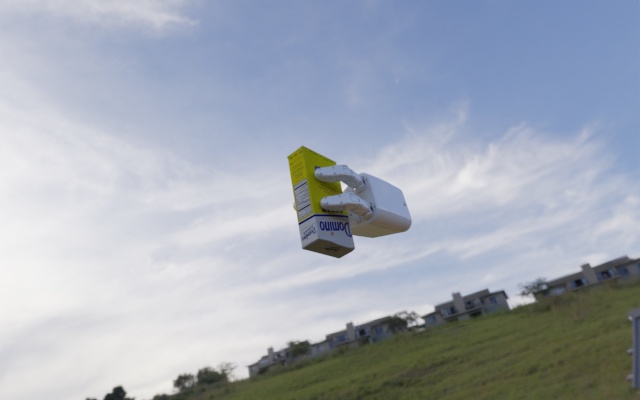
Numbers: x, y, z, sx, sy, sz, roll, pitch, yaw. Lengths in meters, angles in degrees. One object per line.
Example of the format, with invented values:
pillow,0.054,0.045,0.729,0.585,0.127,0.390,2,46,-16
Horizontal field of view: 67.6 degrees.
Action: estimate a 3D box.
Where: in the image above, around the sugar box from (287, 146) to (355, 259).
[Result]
sugar box,0.001,0.002,0.796,0.048,0.176,0.093,-33,-35,31
